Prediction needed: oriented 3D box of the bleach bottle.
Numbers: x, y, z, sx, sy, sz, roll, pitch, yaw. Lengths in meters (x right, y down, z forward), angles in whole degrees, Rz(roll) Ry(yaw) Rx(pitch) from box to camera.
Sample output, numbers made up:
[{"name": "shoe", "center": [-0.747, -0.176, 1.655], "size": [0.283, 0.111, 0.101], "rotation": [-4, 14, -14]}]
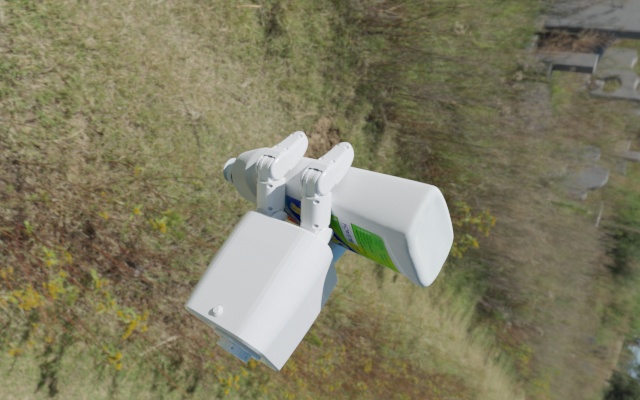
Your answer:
[{"name": "bleach bottle", "center": [0.000, 0.001, 0.482], "size": [0.251, 0.068, 0.103], "rotation": [18, -27, 35]}]
